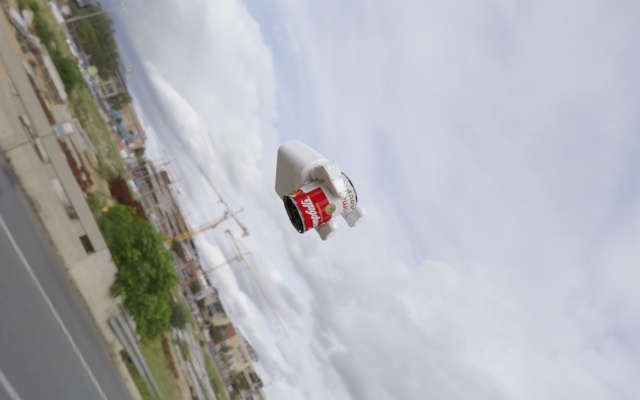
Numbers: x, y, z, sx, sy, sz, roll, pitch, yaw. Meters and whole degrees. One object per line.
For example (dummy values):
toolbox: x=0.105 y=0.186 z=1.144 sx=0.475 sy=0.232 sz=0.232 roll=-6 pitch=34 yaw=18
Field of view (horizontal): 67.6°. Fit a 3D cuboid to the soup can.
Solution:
soup can: x=0.001 y=0.003 z=0.770 sx=0.102 sy=0.068 sz=0.068 roll=-25 pitch=9 yaw=-20
